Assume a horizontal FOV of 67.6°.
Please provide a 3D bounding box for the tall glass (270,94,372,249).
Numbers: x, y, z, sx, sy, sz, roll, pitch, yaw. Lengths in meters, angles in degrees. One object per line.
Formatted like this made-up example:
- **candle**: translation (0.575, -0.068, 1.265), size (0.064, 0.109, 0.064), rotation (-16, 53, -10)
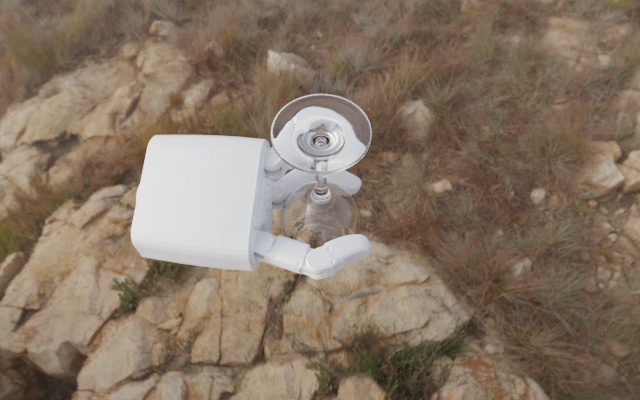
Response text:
- **tall glass**: translation (0.000, 0.001, 0.431), size (0.079, 0.079, 0.201), rotation (0, -31, 0)
